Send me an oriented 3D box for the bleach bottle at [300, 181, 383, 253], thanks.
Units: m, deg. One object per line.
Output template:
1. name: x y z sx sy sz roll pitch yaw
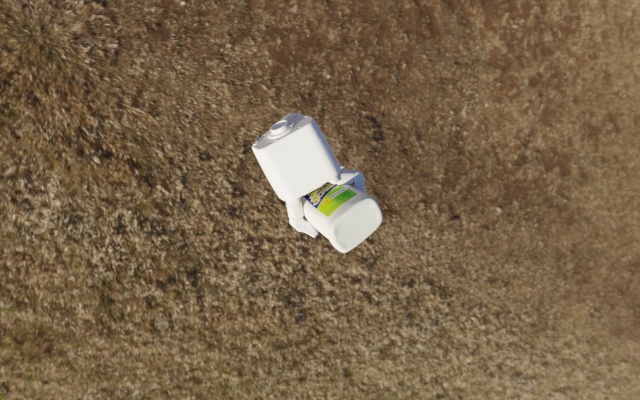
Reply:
1. bleach bottle: 0.000 0.003 0.858 0.102 0.068 0.250 -37 31 -15
